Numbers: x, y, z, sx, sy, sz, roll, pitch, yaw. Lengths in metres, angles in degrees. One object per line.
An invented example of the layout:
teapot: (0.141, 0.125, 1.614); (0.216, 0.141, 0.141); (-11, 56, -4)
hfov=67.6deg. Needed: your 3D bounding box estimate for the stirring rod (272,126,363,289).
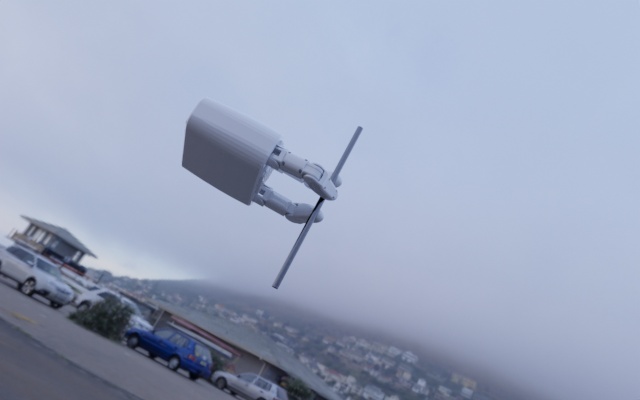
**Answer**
stirring rod: (0.000, 0.002, 0.595); (0.011, 0.239, 0.011); (24, -21, 10)
